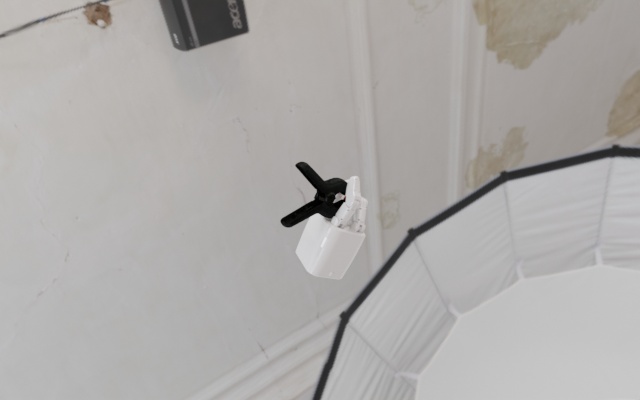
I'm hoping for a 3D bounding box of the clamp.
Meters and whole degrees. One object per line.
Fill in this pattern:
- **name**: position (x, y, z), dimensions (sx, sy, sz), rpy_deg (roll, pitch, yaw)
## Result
- **clamp**: position (0.000, 0.003, 0.883), dimensions (0.171, 0.120, 0.039), rpy_deg (16, 15, -42)
